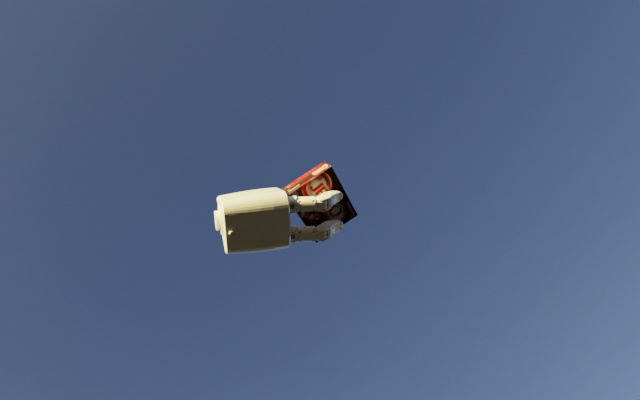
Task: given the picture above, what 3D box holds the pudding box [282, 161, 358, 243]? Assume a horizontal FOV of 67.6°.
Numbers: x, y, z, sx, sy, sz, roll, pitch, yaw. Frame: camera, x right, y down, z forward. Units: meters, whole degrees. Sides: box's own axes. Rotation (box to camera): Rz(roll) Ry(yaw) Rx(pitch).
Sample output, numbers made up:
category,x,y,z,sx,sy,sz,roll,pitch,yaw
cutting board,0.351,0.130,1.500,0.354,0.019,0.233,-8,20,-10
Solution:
category,x,y,z,sx,sy,sz,roll,pitch,yaw
pudding box,0.000,0.003,0.827,0.090,0.113,0.039,-33,30,-5
